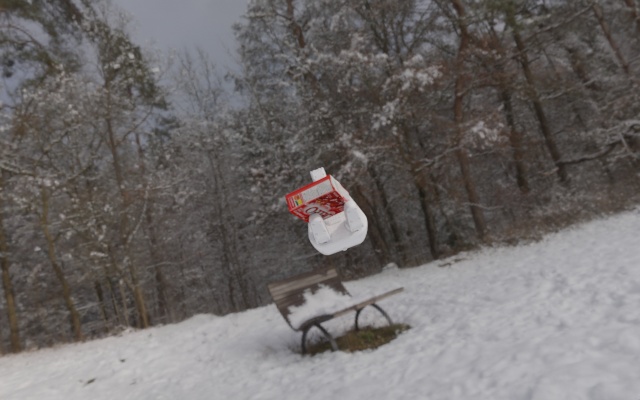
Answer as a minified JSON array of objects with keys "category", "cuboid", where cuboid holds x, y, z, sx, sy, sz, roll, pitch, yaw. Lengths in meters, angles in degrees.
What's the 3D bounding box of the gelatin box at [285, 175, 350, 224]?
[{"category":"gelatin box","cuboid":[0.000,0.002,0.698,0.073,0.030,0.089,-24,-23,13]}]
